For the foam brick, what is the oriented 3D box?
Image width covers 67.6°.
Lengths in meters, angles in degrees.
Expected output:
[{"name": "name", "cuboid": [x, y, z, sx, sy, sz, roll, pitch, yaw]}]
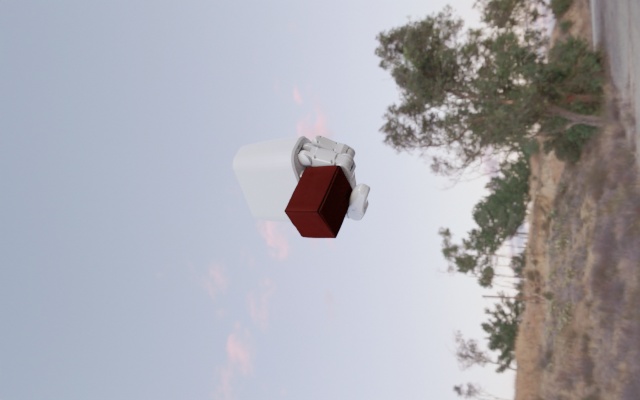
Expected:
[{"name": "foam brick", "cuboid": [0.000, 0.002, 0.591, 0.051, 0.078, 0.053, -1, -43, 31]}]
